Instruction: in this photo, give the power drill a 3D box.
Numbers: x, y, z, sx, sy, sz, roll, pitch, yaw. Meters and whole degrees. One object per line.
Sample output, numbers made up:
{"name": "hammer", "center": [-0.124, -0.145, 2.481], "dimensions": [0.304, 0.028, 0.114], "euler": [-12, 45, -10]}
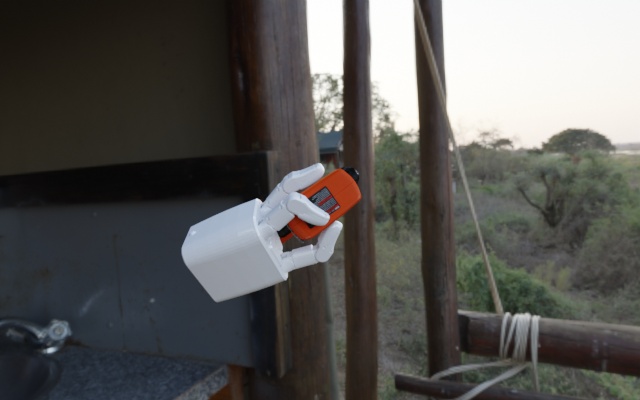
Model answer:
{"name": "power drill", "center": [0.000, 0.002, 0.711], "dimensions": [0.184, 0.057, 0.187], "euler": [-38, 2, -10]}
